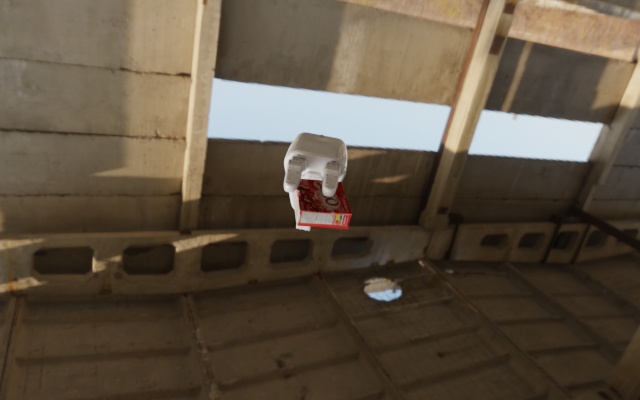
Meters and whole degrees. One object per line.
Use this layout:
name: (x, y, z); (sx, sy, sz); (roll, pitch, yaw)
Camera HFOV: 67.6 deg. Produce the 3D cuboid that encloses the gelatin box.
gelatin box: (0.000, 0.003, 0.682); (0.073, 0.030, 0.089); (4, 32, -11)
